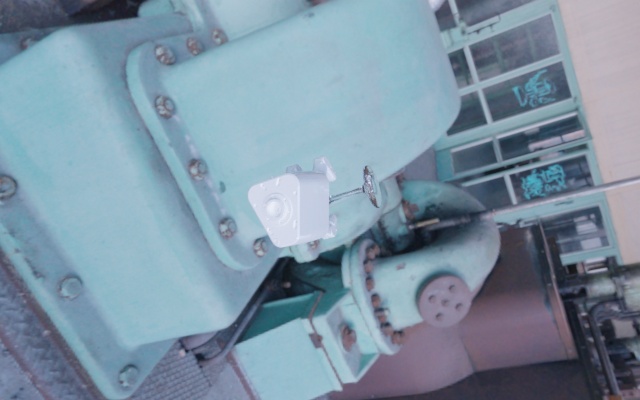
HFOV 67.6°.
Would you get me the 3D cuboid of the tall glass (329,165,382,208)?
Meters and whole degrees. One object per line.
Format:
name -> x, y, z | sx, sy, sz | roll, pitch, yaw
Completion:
tall glass -> 0.001, 0.003, 0.838 | 0.201, 0.079, 0.079 | -17, -7, 24
